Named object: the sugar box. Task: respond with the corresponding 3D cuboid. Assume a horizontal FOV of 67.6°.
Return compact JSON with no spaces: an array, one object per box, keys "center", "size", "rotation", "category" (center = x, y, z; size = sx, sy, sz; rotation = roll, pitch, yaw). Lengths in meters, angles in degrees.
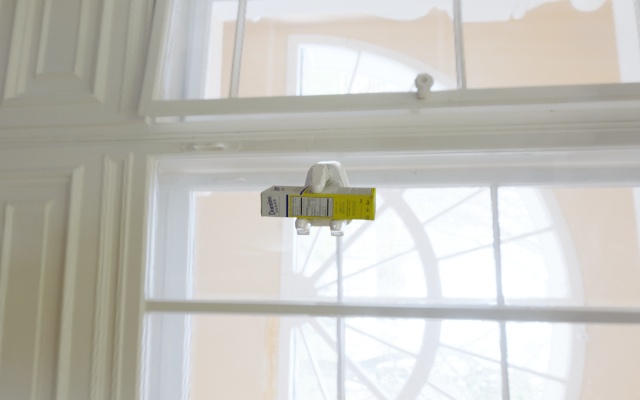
[{"center":[0.000,0.003,0.764],"size":[0.176,0.048,0.093],"rotation":[-1,9,8],"category":"sugar box"}]
